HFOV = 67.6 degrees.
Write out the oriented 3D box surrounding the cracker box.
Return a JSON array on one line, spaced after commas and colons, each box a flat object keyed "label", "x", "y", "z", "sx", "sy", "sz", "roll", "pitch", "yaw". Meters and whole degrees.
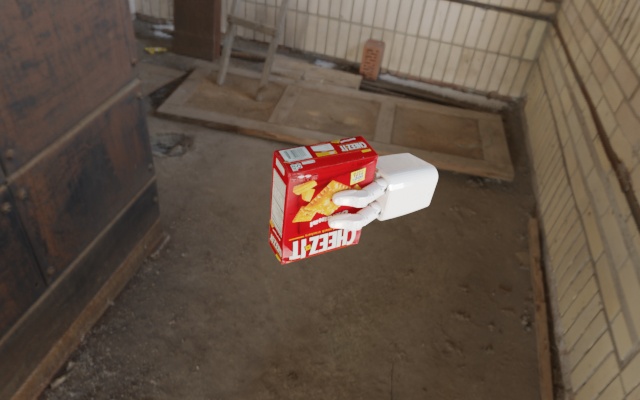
[{"label": "cracker box", "x": 0.000, "y": 0.002, "z": 0.837, "sx": 0.164, "sy": 0.214, "sz": 0.072, "roll": -13, "pitch": 45, "yaw": -22}]
